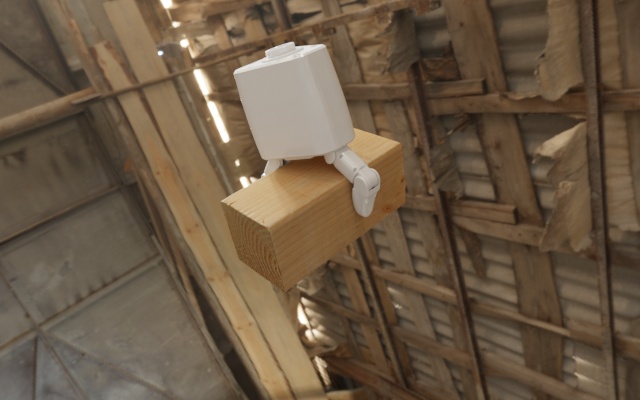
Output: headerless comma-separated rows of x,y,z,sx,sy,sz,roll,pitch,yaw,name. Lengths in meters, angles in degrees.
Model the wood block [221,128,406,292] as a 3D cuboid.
0.000,0.002,0.567,0.206,0.090,0.090,-33,40,-30,wood block
